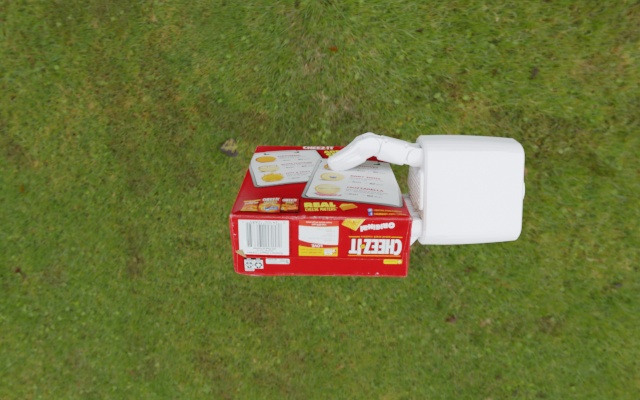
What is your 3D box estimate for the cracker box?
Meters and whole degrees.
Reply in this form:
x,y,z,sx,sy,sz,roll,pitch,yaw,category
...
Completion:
x,y,z,sx,sy,sz,roll,pitch,yaw,category
0.000,0.002,0.525,0.164,0.072,0.213,1,23,-1,cracker box
